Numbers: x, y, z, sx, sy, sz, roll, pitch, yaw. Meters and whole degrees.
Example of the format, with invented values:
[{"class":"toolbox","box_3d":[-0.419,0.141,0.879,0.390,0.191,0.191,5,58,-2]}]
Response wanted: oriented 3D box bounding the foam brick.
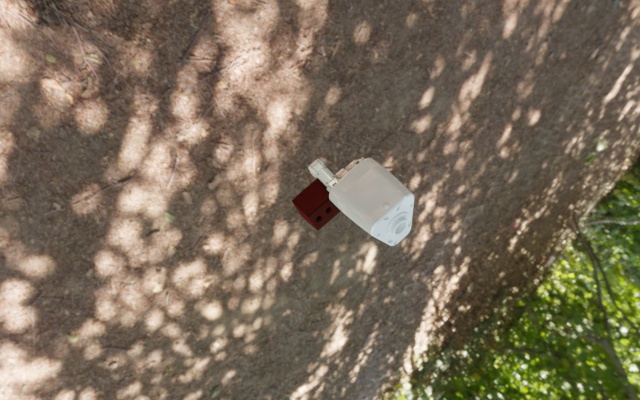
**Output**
[{"class":"foam brick","box_3d":[0.000,0.003,0.830,0.051,0.078,0.053,44,-8,35]}]
